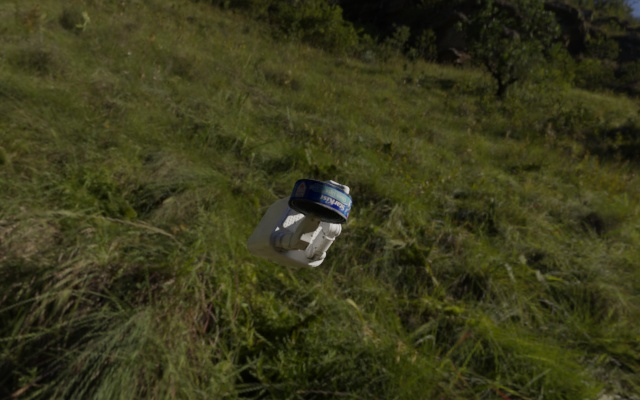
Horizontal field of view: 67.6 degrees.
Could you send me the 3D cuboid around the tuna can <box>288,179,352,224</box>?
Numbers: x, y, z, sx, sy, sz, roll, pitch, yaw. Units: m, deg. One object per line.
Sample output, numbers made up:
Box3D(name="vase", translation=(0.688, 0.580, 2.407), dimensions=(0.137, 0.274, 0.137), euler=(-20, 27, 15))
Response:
Box3D(name="tuna can", translation=(0.000, 0.002, 0.665), dimensions=(0.086, 0.033, 0.086), euler=(17, -16, 5))
